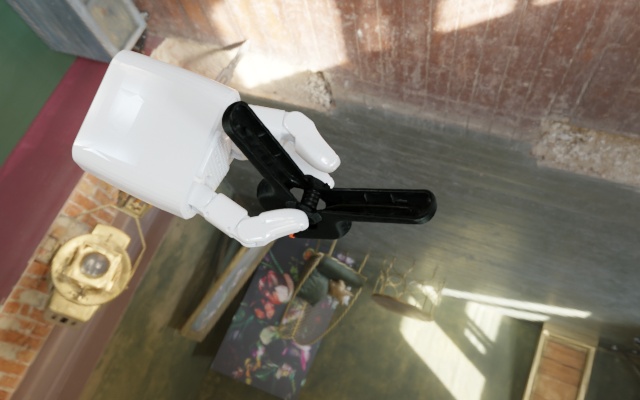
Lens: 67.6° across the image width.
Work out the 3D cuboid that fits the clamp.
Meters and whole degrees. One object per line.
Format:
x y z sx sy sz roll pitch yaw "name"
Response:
-0.001 0.002 0.417 0.164 0.036 0.210 24 -19 3 "clamp"
